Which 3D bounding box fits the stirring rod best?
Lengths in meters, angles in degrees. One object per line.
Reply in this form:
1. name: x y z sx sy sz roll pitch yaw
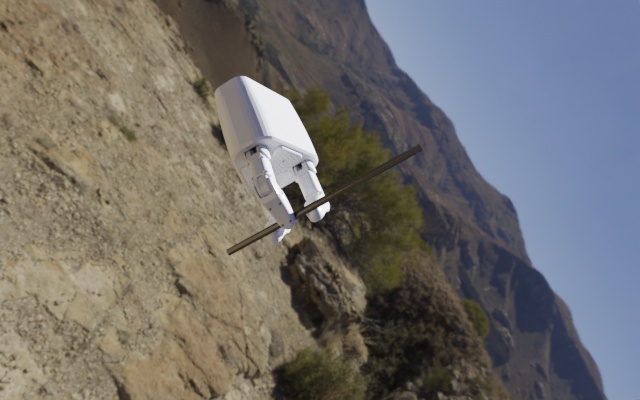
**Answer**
1. stirring rod: 0.000 0.002 0.515 0.239 0.011 0.011 -29 -6 11
